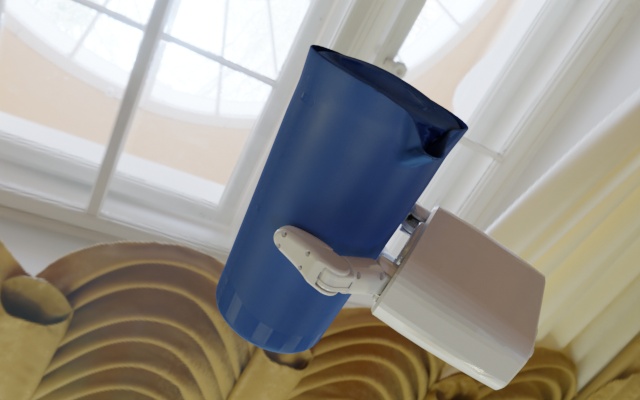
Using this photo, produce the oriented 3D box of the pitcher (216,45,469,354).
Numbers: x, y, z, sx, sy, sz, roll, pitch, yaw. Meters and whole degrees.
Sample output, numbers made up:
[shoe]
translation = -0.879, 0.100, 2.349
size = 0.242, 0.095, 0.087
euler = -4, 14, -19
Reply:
[pitcher]
translation = 0.000, 0.001, 0.410
size = 0.145, 0.243, 0.149
euler = 33, 22, 10
